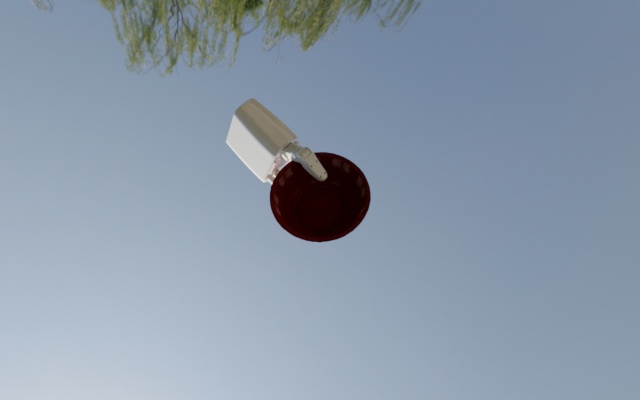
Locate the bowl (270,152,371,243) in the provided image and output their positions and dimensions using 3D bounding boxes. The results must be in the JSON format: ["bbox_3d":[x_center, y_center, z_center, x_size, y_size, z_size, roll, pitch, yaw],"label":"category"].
[{"bbox_3d":[0.001,0.004,0.781,0.162,0.162,0.055,0,-27,3],"label":"bowl"}]
